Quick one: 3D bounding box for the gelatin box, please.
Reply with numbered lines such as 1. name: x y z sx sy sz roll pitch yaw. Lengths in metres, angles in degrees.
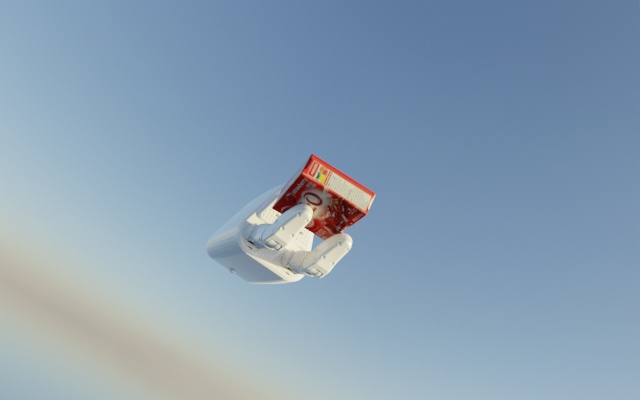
1. gelatin box: 0.000 0.001 0.476 0.073 0.030 0.089 32 -33 -10
